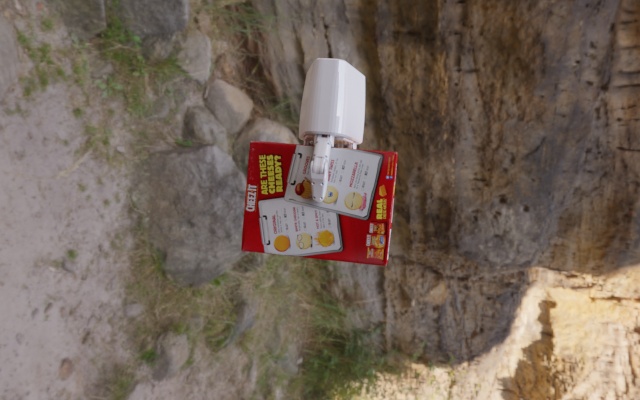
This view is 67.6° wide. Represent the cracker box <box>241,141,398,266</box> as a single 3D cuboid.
[{"bbox_3d":[0.000,0.002,0.710,0.213,0.164,0.072,5,1,8],"label":"cracker box"}]
